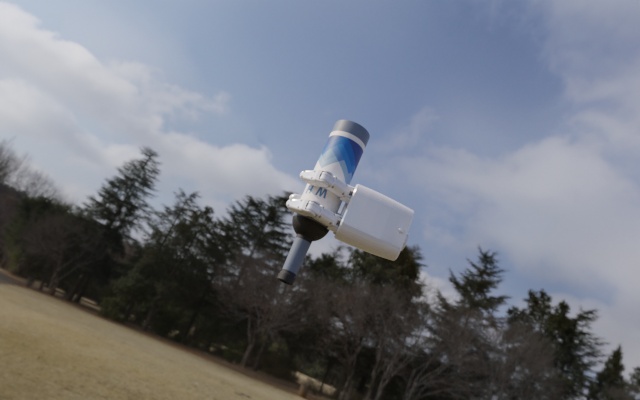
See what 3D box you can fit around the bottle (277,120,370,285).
[{"bbox_3d":[0.000,0.002,0.807,0.069,0.295,0.069,22,-18,8],"label":"bottle"}]
